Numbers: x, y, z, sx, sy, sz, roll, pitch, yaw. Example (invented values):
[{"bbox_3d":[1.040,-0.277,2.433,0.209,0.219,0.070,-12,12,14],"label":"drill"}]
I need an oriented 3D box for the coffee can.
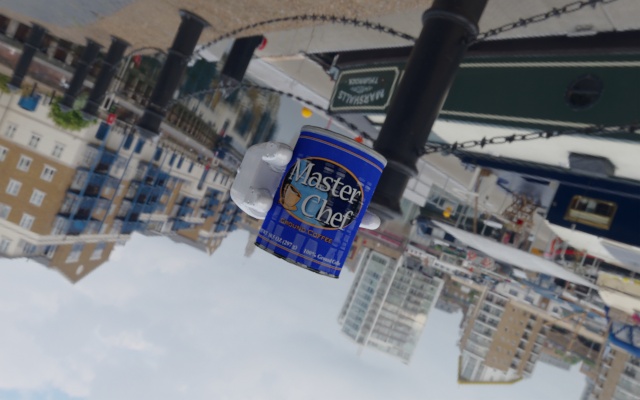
[{"bbox_3d":[0.000,0.002,0.529,0.103,0.140,0.103,23,-2,1],"label":"coffee can"}]
